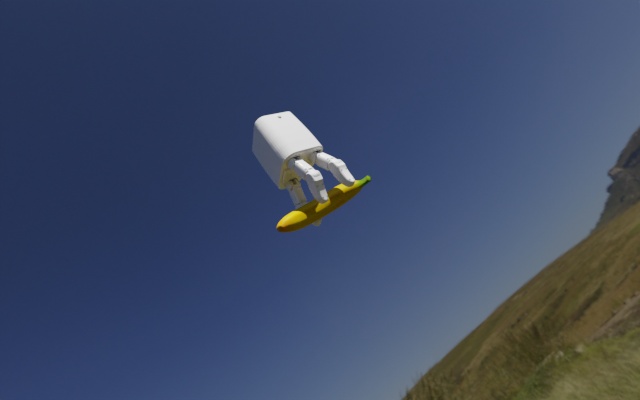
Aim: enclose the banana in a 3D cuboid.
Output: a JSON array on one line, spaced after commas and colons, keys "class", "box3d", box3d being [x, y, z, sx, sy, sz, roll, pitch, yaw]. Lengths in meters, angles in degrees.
[{"class": "banana", "box3d": [0.001, 0.008, 0.875, 0.198, 0.037, 0.070, -31, -15, -18]}]
